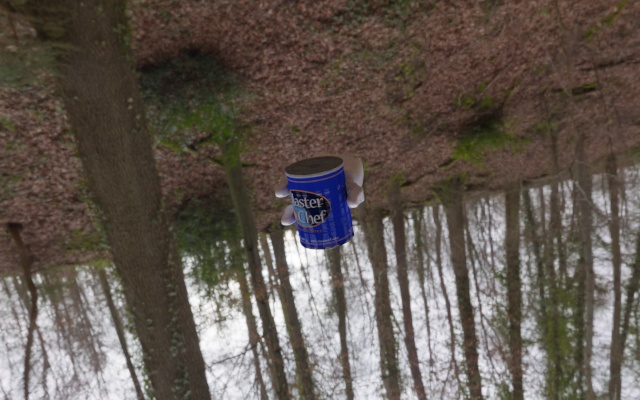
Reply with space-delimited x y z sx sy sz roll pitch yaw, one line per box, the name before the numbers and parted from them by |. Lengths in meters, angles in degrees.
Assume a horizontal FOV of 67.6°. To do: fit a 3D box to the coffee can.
coffee can | 0.000 0.003 0.849 0.103 0.140 0.102 -9 20 3
